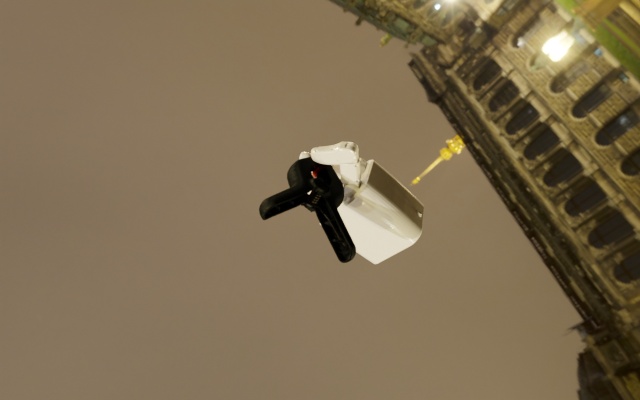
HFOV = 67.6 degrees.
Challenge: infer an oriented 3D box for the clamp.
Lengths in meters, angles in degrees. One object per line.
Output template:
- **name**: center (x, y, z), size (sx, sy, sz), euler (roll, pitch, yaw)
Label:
- **clamp**: center (0.000, 0.002, 0.581), size (0.039, 0.120, 0.171), euler (-44, 12, 32)
